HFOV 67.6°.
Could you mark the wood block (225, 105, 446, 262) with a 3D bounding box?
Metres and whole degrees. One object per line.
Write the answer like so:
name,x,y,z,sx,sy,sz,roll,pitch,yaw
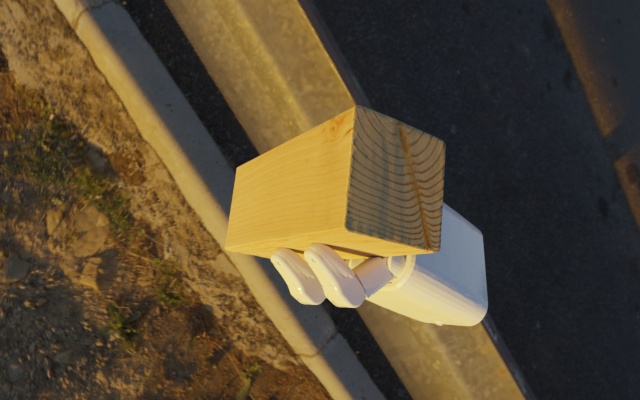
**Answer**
wood block,0.001,0.001,0.421,0.090,0.090,0.206,15,-17,-30
